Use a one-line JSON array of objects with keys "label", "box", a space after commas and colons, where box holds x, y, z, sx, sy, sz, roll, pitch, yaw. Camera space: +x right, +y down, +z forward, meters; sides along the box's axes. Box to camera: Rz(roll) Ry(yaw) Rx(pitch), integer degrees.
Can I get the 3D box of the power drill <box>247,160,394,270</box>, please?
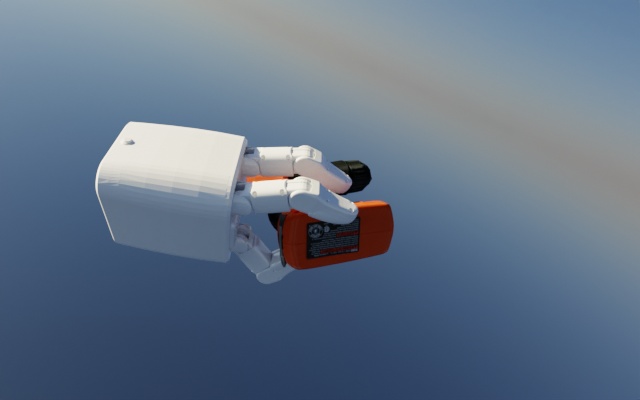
[{"label": "power drill", "box": [0.000, 0.002, 0.505, 0.184, 0.057, 0.187, -9, 21, -19]}]
